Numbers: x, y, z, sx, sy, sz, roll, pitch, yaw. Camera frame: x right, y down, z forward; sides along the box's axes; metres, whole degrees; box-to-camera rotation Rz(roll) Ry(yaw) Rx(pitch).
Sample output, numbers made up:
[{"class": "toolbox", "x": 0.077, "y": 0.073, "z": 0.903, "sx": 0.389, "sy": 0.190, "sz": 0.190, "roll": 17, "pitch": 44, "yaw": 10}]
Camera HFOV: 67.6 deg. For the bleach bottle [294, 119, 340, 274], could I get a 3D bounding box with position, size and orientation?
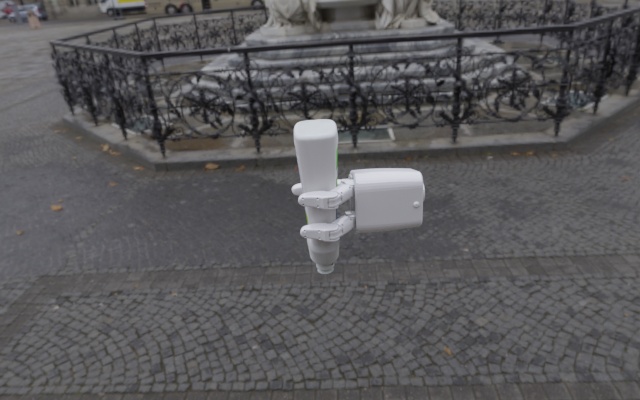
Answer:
[{"class": "bleach bottle", "x": 0.000, "y": 0.003, "z": 0.780, "sx": 0.068, "sy": 0.251, "sz": 0.102, "roll": -4, "pitch": 25, "yaw": 0}]
